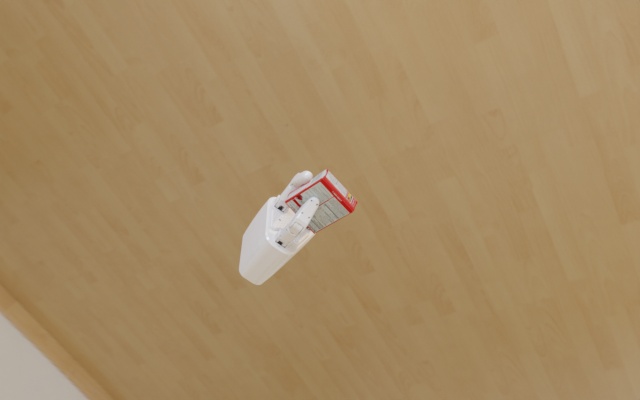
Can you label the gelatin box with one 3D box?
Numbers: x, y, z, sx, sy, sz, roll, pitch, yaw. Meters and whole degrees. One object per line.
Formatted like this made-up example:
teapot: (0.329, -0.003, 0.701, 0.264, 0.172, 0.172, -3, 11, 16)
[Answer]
gelatin box: (0.000, 0.003, 0.738, 0.089, 0.073, 0.030, -31, 21, 35)
